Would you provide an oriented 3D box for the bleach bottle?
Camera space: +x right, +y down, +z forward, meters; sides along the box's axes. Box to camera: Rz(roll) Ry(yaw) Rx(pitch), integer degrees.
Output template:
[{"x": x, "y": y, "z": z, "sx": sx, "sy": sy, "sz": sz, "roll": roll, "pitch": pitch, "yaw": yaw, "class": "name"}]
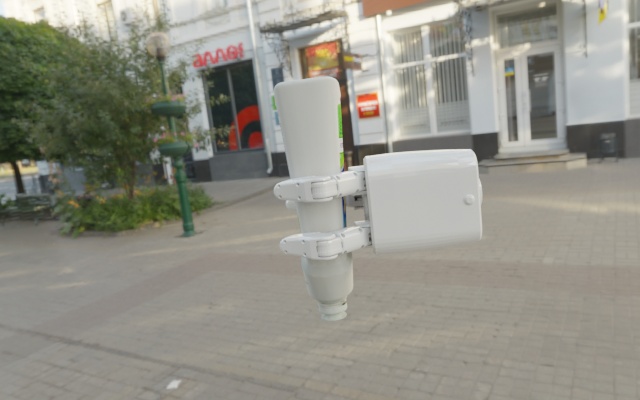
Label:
[{"x": 0.000, "y": 0.002, "z": 0.511, "sx": 0.068, "sy": 0.251, "sz": 0.102, "roll": -6, "pitch": 9, "yaw": 3, "class": "bleach bottle"}]
